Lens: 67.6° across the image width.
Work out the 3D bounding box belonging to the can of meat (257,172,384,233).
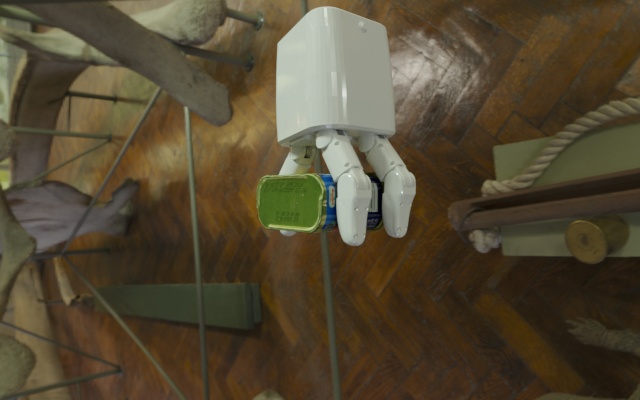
[{"bbox_3d":[0.000,0.002,0.456,0.084,0.057,0.102,0,0,-42],"label":"can of meat"}]
